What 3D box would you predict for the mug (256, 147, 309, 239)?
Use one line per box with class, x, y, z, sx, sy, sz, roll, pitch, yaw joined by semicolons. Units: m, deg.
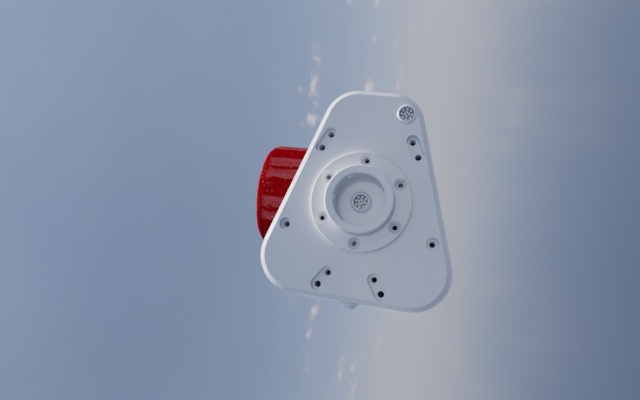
mug;0.000;0.001;0.402;0.081;0.093;0.117;6;-9;11
